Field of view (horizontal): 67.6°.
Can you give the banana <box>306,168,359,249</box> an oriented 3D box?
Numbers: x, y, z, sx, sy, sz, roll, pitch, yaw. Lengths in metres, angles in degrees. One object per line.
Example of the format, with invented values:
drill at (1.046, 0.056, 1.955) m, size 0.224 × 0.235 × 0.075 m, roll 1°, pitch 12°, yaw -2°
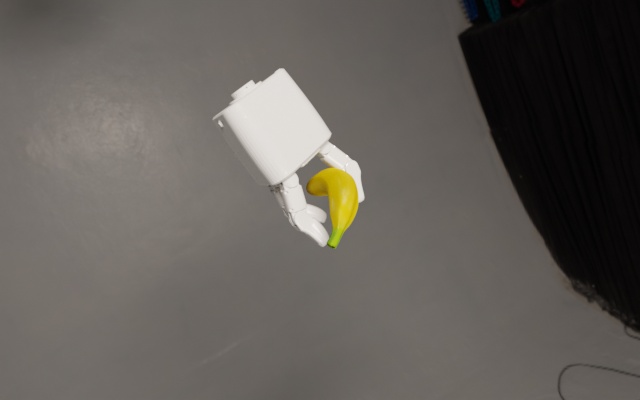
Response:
banana at (0.014, -0.010, 0.612) m, size 0.037 × 0.069 × 0.197 m, roll 42°, pitch 9°, yaw -18°
